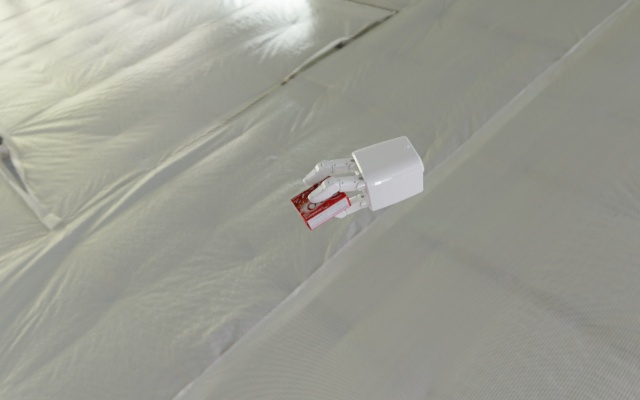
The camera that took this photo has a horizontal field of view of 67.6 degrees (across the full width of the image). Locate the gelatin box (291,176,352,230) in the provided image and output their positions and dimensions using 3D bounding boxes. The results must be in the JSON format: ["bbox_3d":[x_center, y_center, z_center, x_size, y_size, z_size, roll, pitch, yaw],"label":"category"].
[{"bbox_3d":[0.000,0.003,0.865,0.089,0.030,0.073,-32,43,-6],"label":"gelatin box"}]
